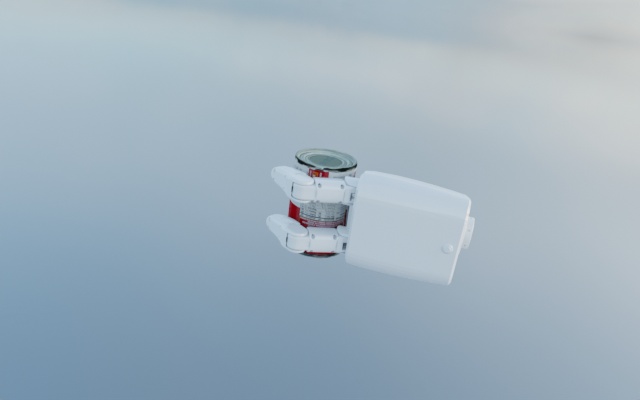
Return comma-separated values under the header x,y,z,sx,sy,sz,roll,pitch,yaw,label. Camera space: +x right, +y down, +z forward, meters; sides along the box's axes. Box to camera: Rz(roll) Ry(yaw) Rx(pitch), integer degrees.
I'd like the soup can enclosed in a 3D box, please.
x,y,z,sx,sy,sz,roll,pitch,yaw,label
0.000,0.001,0.517,0.068,0.102,0.068,7,23,-3,soup can
